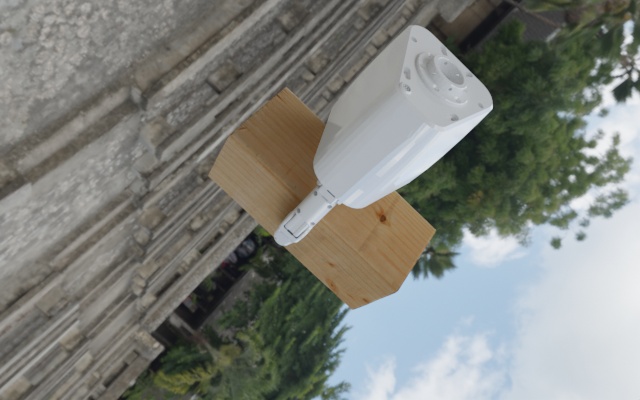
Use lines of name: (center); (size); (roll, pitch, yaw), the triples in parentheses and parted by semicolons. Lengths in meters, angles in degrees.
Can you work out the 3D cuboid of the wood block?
wood block: (0.000, 0.002, 0.483); (0.090, 0.206, 0.090); (-49, 4, -34)
